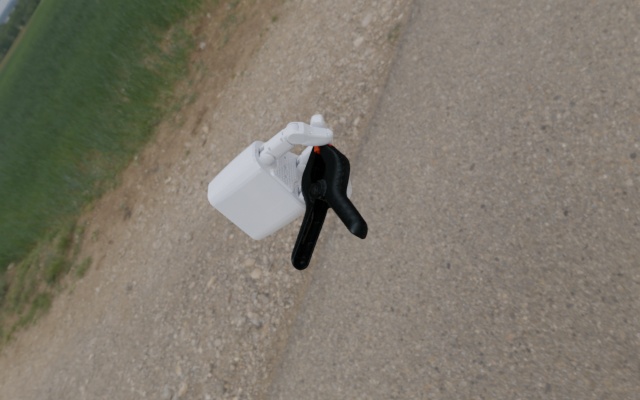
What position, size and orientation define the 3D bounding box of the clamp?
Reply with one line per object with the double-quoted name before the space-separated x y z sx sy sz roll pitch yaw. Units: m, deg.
"clamp" 0.000 0.002 0.598 0.120 0.171 0.039 -34 -47 29
